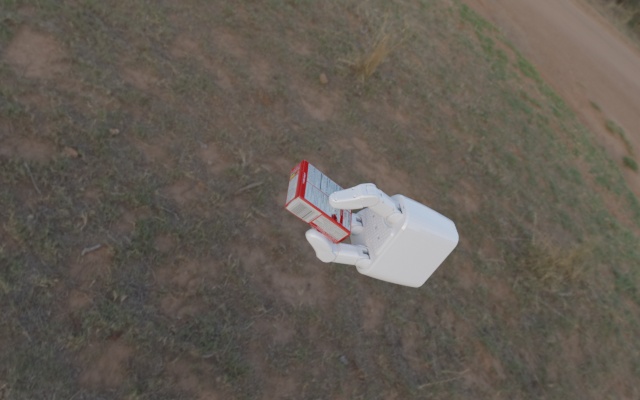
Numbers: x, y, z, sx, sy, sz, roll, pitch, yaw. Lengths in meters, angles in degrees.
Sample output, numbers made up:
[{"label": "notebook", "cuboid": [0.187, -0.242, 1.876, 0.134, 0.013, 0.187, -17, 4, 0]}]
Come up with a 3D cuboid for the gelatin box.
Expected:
[{"label": "gelatin box", "cuboid": [0.000, 0.002, 0.598, 0.089, 0.073, 0.030, 36, -55, -25]}]
